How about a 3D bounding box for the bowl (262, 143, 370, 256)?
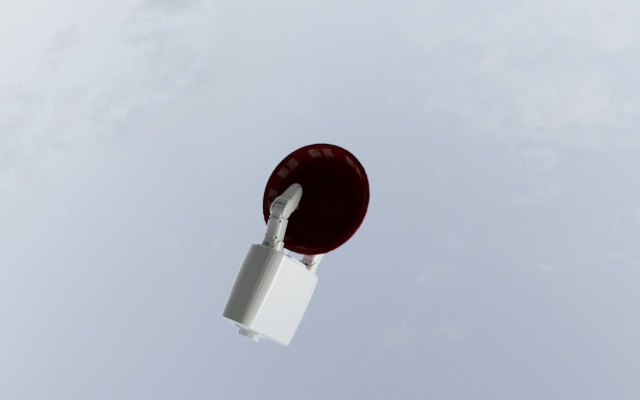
[{"bbox_3d":[0.001,0.001,0.684,0.162,0.162,0.055,0,-14,23],"label":"bowl"}]
